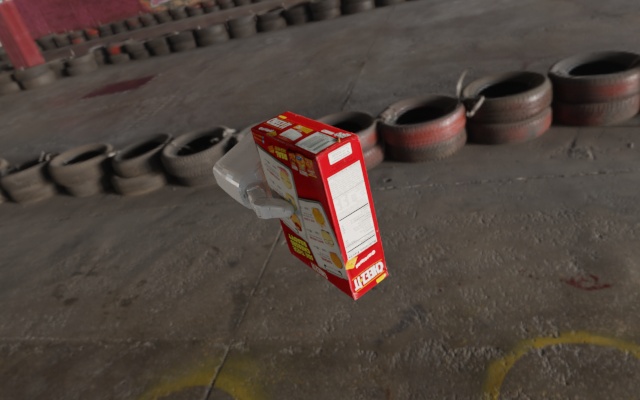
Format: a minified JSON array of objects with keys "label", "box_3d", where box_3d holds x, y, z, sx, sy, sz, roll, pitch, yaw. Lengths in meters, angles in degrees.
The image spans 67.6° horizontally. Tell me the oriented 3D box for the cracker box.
[{"label":"cracker box","box_3d":[0.000,0.002,0.636,0.072,0.214,0.164,-30,33,-23]}]
